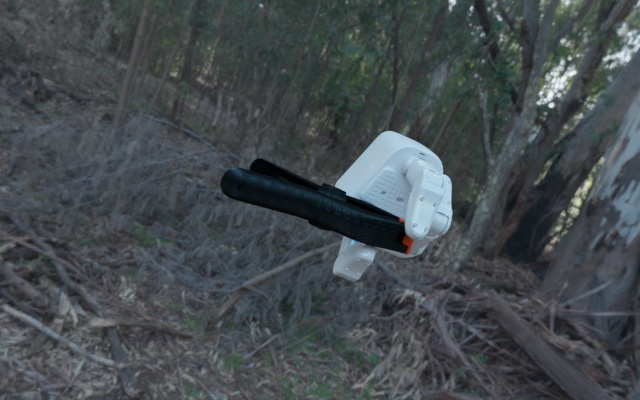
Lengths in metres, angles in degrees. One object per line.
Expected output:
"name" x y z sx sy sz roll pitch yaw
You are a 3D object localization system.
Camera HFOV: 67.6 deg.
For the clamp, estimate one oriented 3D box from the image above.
"clamp" 0.000 0.001 0.426 0.171 0.039 0.120 22 16 -9
